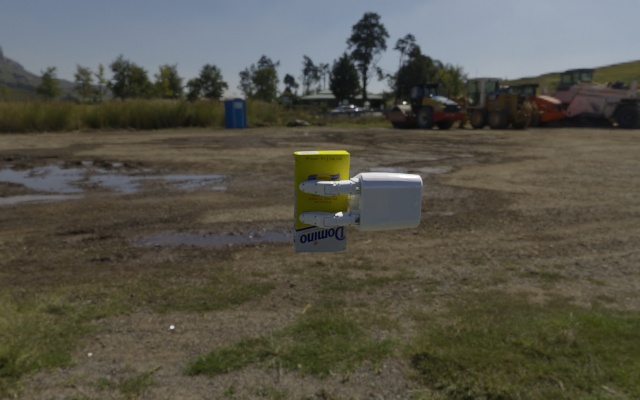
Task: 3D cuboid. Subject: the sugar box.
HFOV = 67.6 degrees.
[{"bbox_3d":[0.000,0.003,0.836,0.093,0.176,0.048,-2,12,-9],"label":"sugar box"}]
